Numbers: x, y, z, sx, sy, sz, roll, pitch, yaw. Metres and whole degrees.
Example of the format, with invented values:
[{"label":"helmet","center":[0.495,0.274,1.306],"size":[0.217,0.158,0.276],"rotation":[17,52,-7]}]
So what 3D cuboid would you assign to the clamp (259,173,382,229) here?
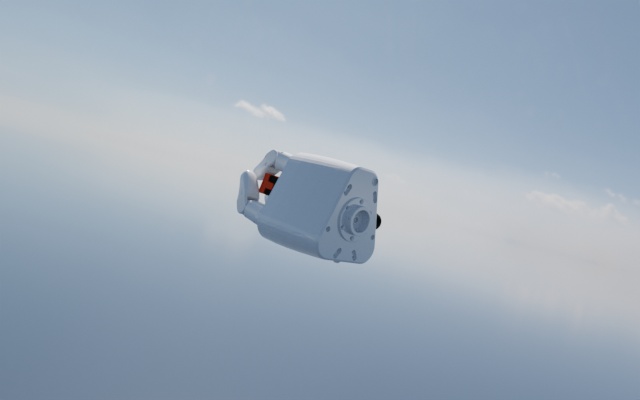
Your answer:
[{"label":"clamp","center":[0.000,0.001,0.650],"size":[0.171,0.039,0.120],"rotation":[14,2,-43]}]
